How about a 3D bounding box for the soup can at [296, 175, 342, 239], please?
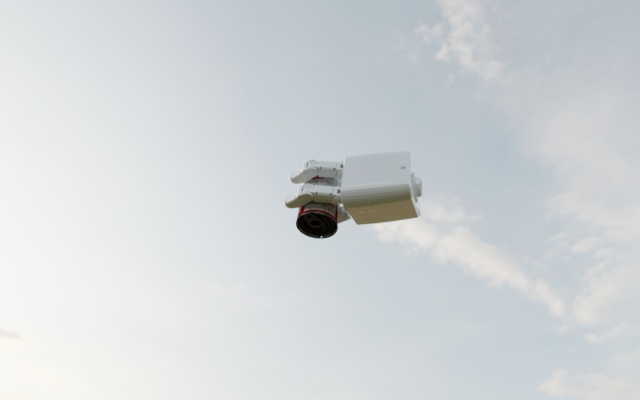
[{"bbox_3d":[0.000,0.002,0.790,0.068,0.102,0.069,5,-40,4],"label":"soup can"}]
